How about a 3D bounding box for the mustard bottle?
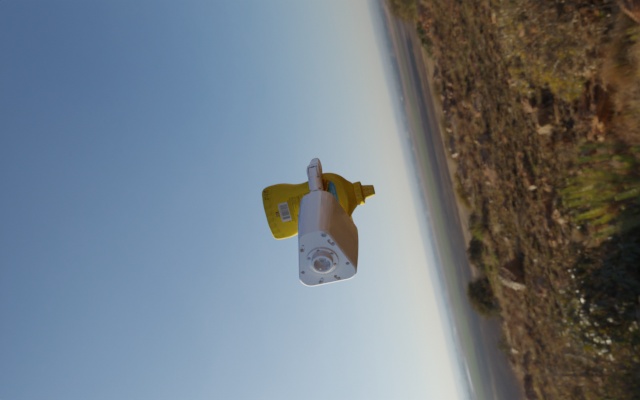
[{"bbox_3d":[0.000,0.003,0.833,0.191,0.096,0.058,-13,6,10],"label":"mustard bottle"}]
